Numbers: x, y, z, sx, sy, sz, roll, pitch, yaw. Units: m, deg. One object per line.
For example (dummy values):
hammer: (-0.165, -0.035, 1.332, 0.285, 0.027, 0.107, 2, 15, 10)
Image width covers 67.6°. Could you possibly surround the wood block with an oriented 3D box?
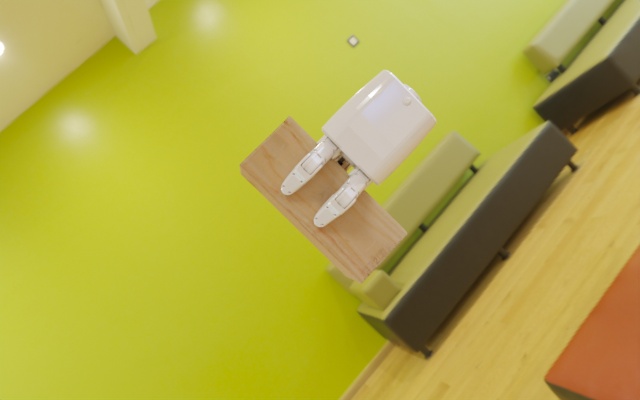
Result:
wood block: (0.000, 0.002, 0.623, 0.206, 0.090, 0.091, 45, -8, -4)
